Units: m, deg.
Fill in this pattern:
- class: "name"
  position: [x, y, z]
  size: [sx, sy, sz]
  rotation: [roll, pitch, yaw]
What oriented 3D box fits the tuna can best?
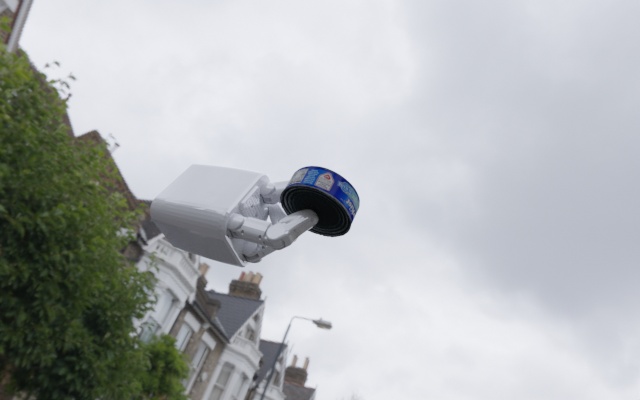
- class: "tuna can"
  position: [0.000, 0.001, 0.535]
  size: [0.086, 0.033, 0.086]
  rotation: [19, -34, 14]
